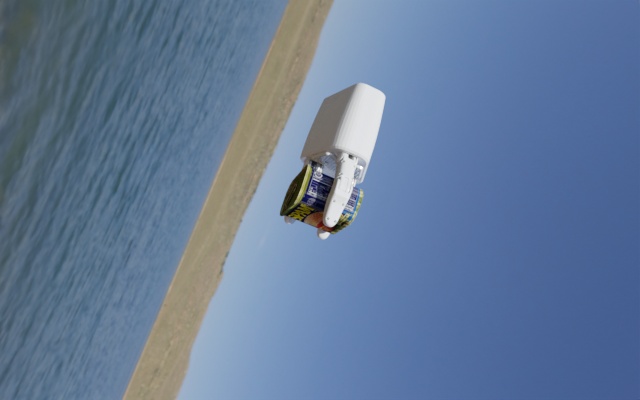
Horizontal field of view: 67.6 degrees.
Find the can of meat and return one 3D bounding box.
[{"bbox_3d":[0.000,0.002,0.656,0.084,0.057,0.102,22,-22,-13],"label":"can of meat"}]
